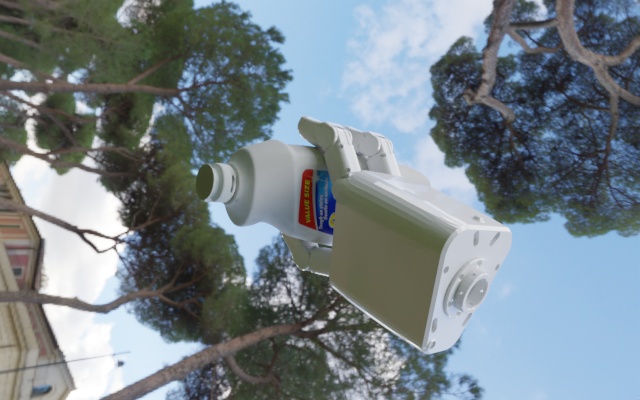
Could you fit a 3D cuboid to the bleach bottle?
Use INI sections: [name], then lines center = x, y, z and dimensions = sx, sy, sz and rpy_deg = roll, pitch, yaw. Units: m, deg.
[bleach bottle]
center = 0.000, 0.001, 0.453
dimensions = 0.251, 0.102, 0.068
rpy_deg = 5, 20, -43
